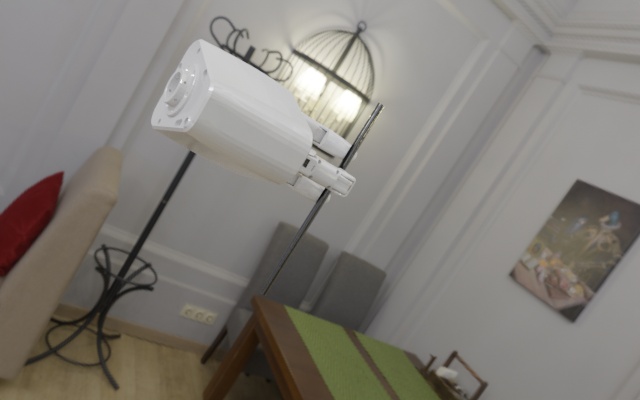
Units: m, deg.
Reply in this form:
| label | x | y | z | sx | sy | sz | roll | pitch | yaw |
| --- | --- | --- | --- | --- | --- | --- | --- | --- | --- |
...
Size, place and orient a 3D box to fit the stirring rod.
| label | x | y | z | sx | sy | sz | roll | pitch | yaw |
| --- | --- | --- | --- | --- | --- | --- | --- | --- | --- |
| stirring rod | 0.000 | 0.002 | 0.511 | 0.011 | 0.239 | 0.011 | 31 | 8 | -5 |
